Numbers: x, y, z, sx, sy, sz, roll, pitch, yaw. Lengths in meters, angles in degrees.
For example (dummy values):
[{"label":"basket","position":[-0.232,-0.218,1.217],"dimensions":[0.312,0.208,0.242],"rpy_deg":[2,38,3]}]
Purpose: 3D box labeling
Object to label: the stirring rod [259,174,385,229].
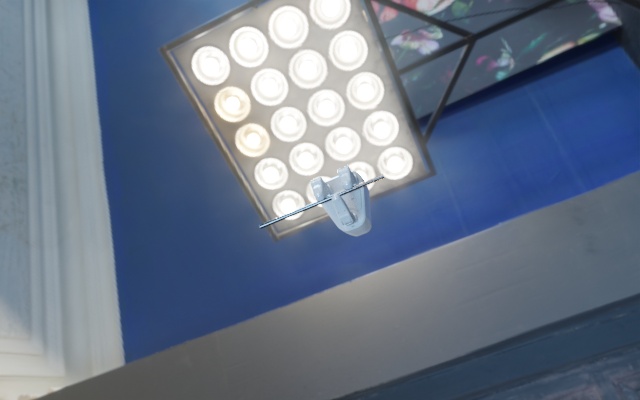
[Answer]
[{"label":"stirring rod","position":[0.000,0.003,0.847],"dimensions":[0.239,0.011,0.011],"rpy_deg":[-22,-4,10]}]
